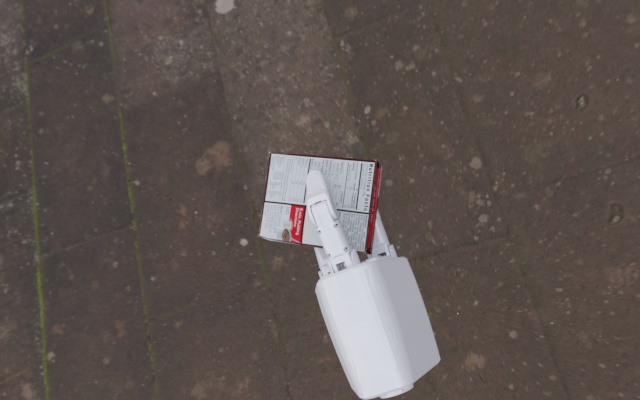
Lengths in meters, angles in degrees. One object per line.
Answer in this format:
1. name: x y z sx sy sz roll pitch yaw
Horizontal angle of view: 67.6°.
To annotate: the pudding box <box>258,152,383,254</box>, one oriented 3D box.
1. pudding box: 0.000 0.002 0.470 0.113 0.090 0.039 7 -5 14
